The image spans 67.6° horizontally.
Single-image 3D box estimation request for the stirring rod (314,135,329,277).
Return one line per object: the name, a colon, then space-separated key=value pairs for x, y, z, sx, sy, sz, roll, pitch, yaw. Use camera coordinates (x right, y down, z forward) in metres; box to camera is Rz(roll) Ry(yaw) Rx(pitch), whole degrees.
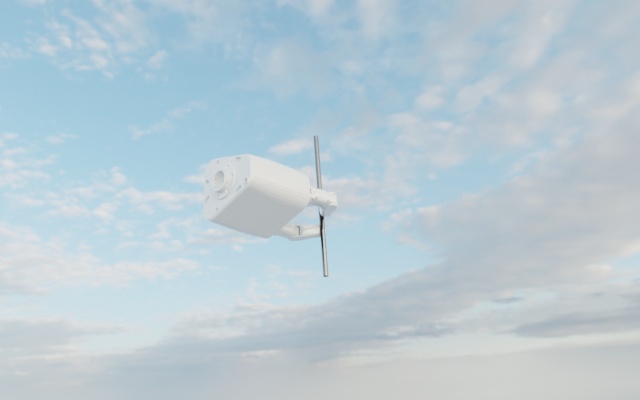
stirring rod: x=0.000 y=0.003 z=0.757 sx=0.011 sy=0.239 sz=0.011 roll=-3 pitch=-23 yaw=-1
